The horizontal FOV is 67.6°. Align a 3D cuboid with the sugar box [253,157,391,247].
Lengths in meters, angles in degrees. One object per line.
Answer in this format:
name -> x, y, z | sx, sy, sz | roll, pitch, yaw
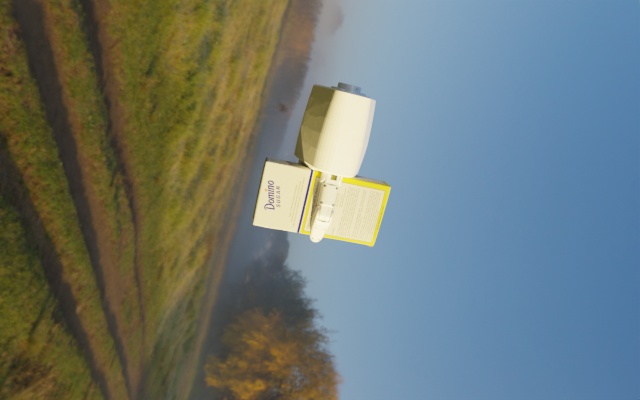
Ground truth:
sugar box -> 0.000, 0.002, 0.670 | 0.176, 0.093, 0.048 | 12, 13, -9
